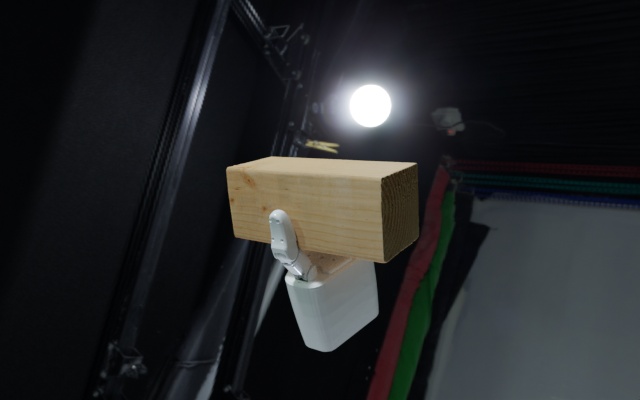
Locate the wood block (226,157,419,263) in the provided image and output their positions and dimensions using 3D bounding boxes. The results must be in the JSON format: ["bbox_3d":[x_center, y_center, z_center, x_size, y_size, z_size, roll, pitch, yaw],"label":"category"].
[{"bbox_3d":[0.000,0.002,0.555,0.206,0.090,0.091,6,17,33],"label":"wood block"}]
